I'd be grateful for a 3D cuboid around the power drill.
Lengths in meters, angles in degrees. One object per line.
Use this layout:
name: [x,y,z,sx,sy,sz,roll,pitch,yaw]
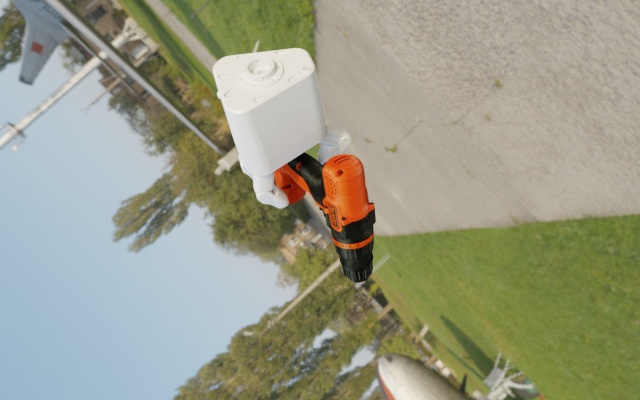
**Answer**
power drill: [0.000,0.002,0.632,0.057,0.185,0.187,-28,38,-26]
